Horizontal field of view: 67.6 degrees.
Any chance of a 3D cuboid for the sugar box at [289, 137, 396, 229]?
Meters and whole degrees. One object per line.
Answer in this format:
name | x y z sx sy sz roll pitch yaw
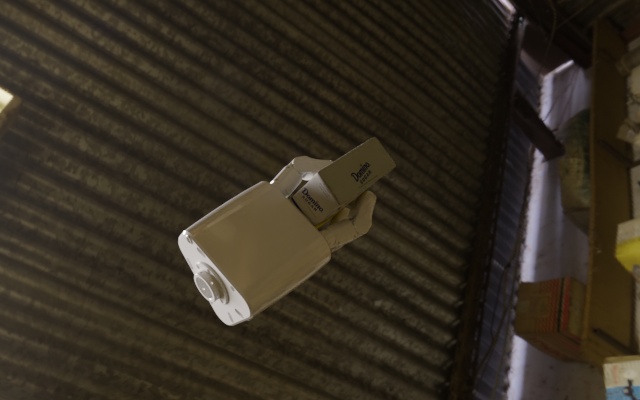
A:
sugar box | 0.000 0.002 0.542 0.093 0.048 0.176 -34 -1 -35
